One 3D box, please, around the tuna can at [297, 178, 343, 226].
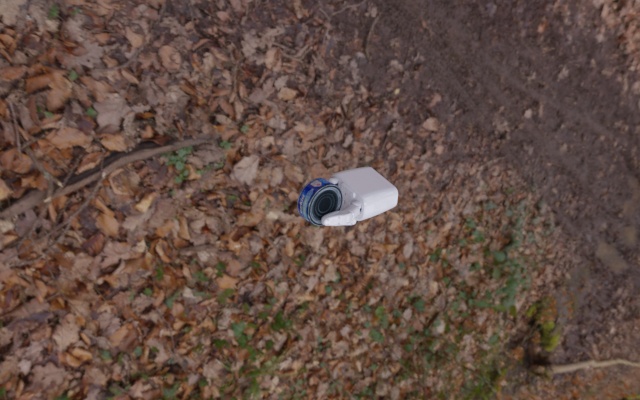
[{"bbox_3d":[0.000,0.003,0.892,0.086,0.086,0.033,0,23,-42],"label":"tuna can"}]
